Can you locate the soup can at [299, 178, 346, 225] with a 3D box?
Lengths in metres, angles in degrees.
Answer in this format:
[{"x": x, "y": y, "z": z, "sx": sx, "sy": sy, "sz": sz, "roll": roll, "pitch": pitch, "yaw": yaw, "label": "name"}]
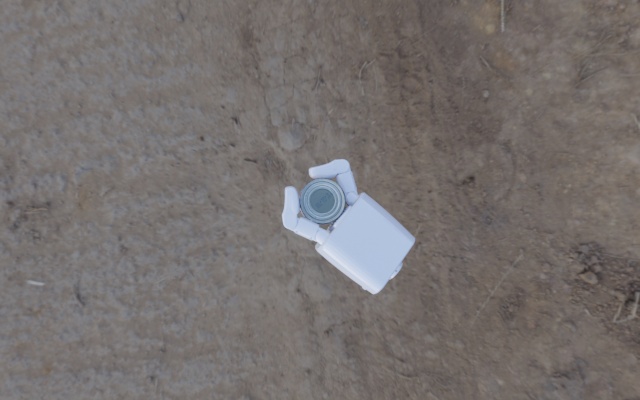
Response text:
[{"x": 0.000, "y": 0.002, "z": 0.723, "sx": 0.068, "sy": 0.068, "sz": 0.102, "roll": 0, "pitch": -2, "yaw": -3, "label": "soup can"}]
